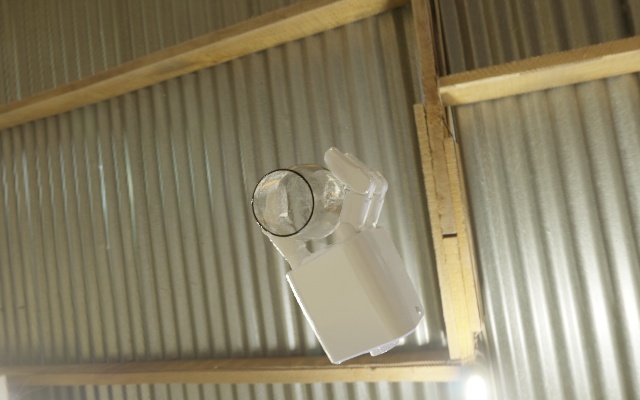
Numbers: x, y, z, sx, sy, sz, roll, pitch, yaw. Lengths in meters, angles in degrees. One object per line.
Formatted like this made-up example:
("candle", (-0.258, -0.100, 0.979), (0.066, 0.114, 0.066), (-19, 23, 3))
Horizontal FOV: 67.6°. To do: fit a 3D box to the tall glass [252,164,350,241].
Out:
("tall glass", (0.000, 0.002, 0.520), (0.079, 0.079, 0.201), (0, 0, 20))
